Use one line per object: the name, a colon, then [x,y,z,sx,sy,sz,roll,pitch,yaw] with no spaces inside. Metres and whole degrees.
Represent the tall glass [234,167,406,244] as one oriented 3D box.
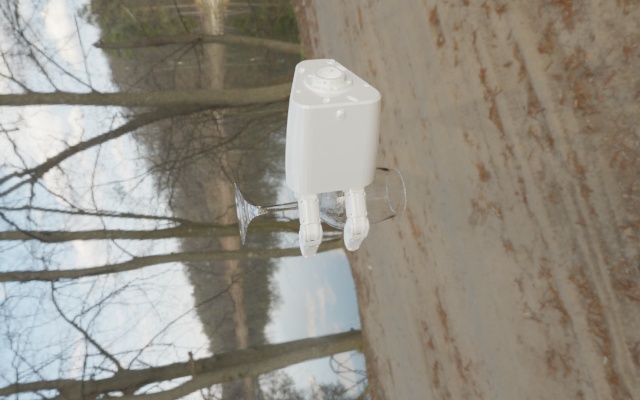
tall glass: [-0.001,0.002,0.585,0.201,0.079,0.079,-8,2,-12]
